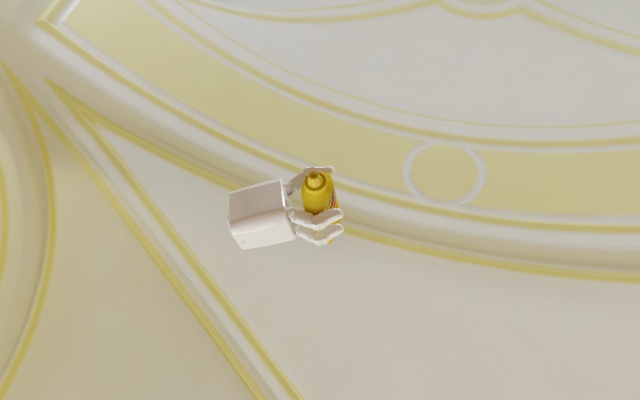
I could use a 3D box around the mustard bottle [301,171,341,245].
[{"bbox_3d":[0.001,0.003,0.896,0.058,0.096,0.192,8,-27,13],"label":"mustard bottle"}]
